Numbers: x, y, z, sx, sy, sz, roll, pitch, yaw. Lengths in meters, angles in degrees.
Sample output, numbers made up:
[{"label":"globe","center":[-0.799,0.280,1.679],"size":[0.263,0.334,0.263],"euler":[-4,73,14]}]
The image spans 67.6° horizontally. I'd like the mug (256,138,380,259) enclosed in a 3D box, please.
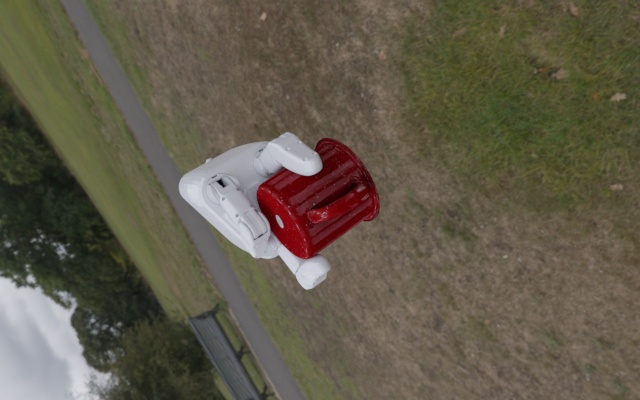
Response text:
[{"label":"mug","center":[0.001,0.002,0.435],"size":[0.081,0.093,0.117],"euler":[-34,17,-22]}]
